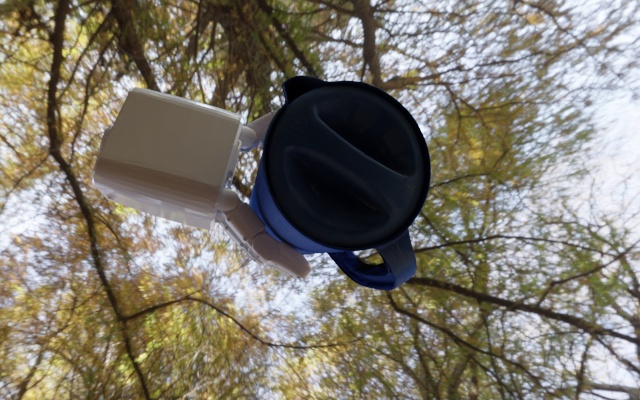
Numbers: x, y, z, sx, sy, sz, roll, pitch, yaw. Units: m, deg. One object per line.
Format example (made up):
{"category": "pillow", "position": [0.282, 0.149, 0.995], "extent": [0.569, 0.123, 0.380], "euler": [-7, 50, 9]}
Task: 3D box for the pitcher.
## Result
{"category": "pitcher", "position": [0.000, 0.001, 0.466], "extent": [0.145, 0.149, 0.243], "euler": [14, -14, -11]}
